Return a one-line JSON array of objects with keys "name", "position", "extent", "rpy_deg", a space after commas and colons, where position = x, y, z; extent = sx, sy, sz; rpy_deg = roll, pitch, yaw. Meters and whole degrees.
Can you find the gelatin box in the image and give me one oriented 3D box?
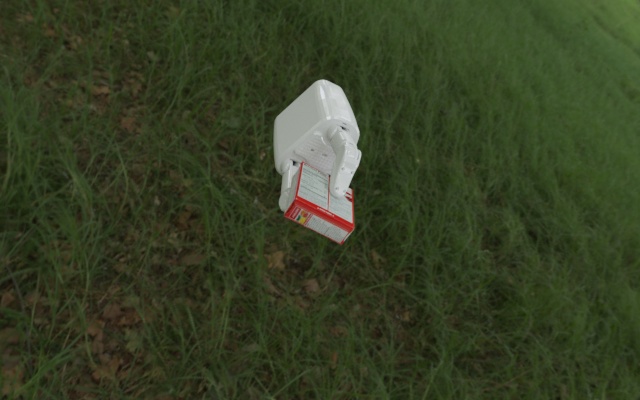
[{"name": "gelatin box", "position": [0.000, 0.002, 0.545], "extent": [0.073, 0.030, 0.089], "rpy_deg": [28, 28, -14]}]
